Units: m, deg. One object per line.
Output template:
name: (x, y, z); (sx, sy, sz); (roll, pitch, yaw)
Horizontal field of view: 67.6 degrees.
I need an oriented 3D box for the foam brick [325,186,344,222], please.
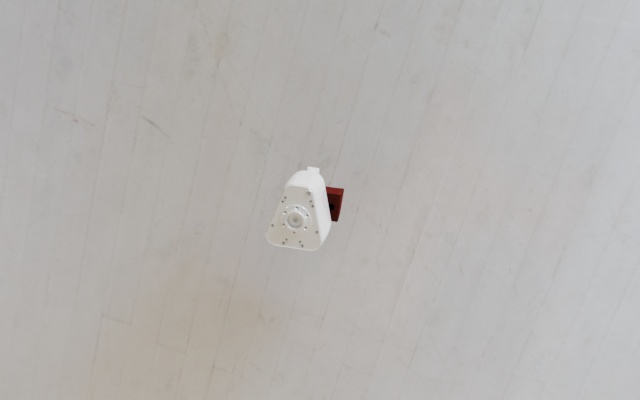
foam brick: (0.000, 0.003, 0.873); (0.078, 0.053, 0.051); (8, 16, 5)
